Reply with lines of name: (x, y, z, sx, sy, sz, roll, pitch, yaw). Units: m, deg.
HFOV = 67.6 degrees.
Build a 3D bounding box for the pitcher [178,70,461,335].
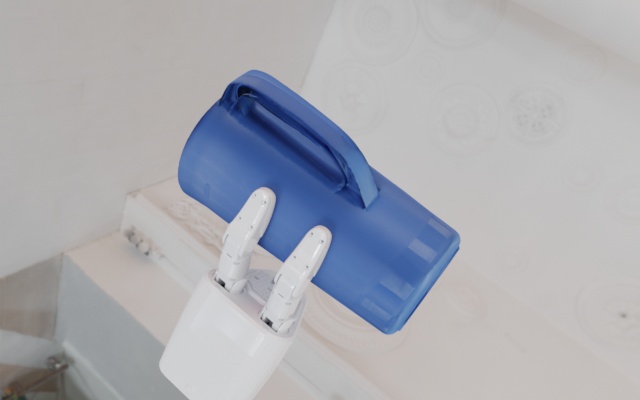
pitcher: (0.000, 0.002, 0.430, 0.243, 0.145, 0.149, 36, 12, 16)
